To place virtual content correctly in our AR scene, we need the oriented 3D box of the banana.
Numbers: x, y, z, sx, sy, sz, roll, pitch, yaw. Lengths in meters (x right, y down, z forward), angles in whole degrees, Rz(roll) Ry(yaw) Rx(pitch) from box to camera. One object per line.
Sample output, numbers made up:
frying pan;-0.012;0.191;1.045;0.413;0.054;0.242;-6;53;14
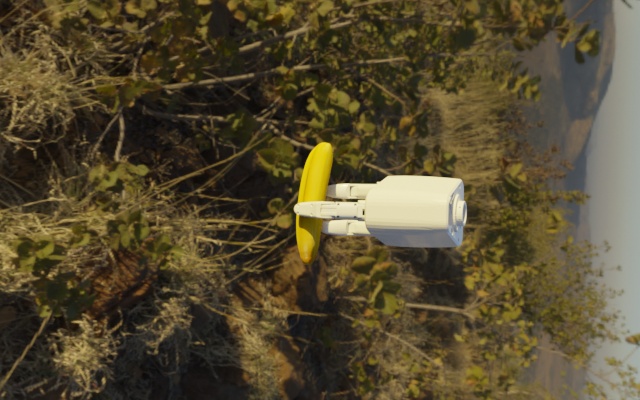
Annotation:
banana;-0.006;-0.009;0.690;0.037;0.197;0.070;2;-25;23
